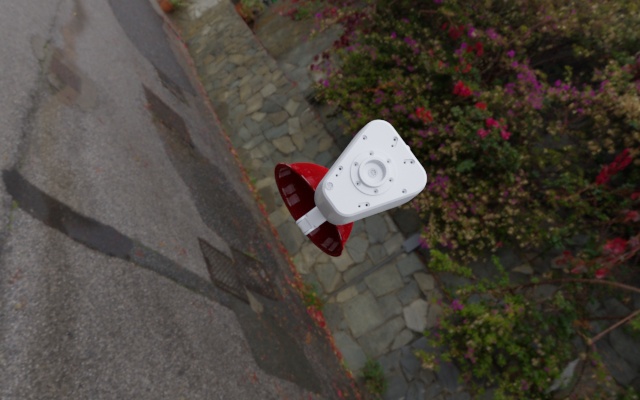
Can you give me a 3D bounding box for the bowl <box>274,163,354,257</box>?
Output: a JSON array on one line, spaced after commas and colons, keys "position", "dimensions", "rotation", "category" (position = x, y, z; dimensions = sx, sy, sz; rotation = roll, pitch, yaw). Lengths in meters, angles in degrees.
[{"position": [0.000, 0.002, 0.707], "dimensions": [0.055, 0.162, 0.162], "rotation": [-34, 13, -20], "category": "bowl"}]
